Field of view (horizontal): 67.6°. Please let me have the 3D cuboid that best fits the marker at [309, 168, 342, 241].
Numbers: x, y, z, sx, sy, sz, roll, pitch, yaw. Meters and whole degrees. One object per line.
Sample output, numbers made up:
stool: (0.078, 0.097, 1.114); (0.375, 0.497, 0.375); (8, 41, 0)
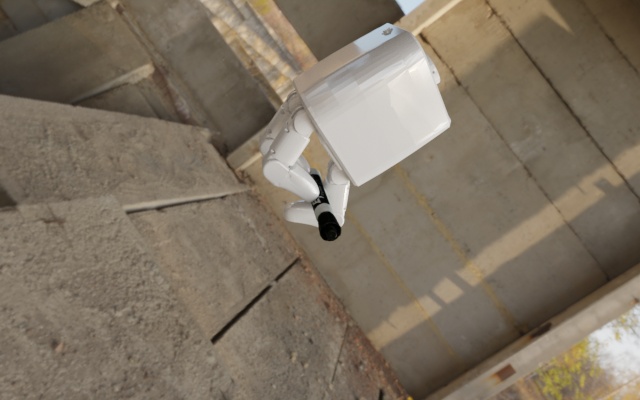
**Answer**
marker: (0.000, 0.001, 0.445); (0.020, 0.020, 0.121); (0, 27, -10)
